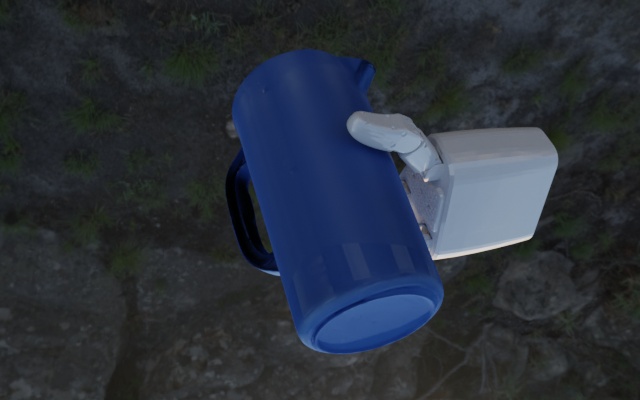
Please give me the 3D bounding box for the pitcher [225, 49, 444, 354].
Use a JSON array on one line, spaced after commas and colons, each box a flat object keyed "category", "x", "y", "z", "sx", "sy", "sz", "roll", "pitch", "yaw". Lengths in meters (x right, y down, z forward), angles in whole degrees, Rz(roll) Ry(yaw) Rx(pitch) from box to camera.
[{"category": "pitcher", "x": 0.000, "y": 0.001, "z": 0.407, "sx": 0.145, "sy": 0.242, "sz": 0.149, "roll": -6, "pitch": -38, "yaw": -15}]
